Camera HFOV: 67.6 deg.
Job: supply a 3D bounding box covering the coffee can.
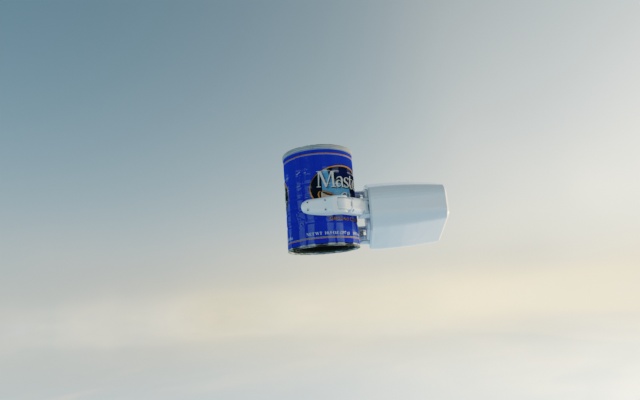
[{"bbox_3d":[0.000,0.002,0.684,0.103,0.140,0.103,-4,-12,-1],"label":"coffee can"}]
